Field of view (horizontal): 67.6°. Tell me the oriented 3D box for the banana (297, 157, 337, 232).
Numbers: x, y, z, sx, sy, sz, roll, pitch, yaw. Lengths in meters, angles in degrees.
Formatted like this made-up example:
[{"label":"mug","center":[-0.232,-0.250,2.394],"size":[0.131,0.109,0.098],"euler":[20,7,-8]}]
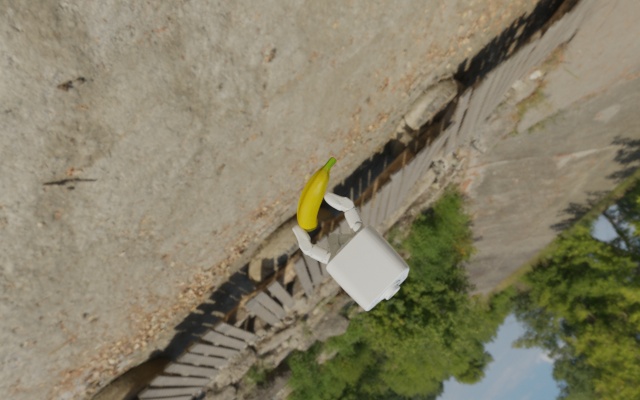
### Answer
[{"label":"banana","center":[-0.013,0.009,0.863],"size":[0.069,0.037,0.198],"euler":[-30,-25,-33]}]
